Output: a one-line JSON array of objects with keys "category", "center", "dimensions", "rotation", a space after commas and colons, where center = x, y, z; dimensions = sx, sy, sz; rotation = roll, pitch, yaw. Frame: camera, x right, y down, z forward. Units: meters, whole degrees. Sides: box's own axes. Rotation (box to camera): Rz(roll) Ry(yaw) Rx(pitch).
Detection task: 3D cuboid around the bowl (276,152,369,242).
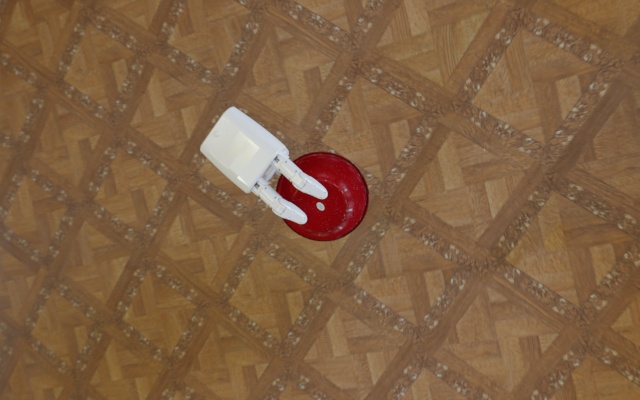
[{"category": "bowl", "center": [0.001, 0.003, 0.796], "dimensions": [0.162, 0.162, 0.055], "rotation": [0, 17, 6]}]
